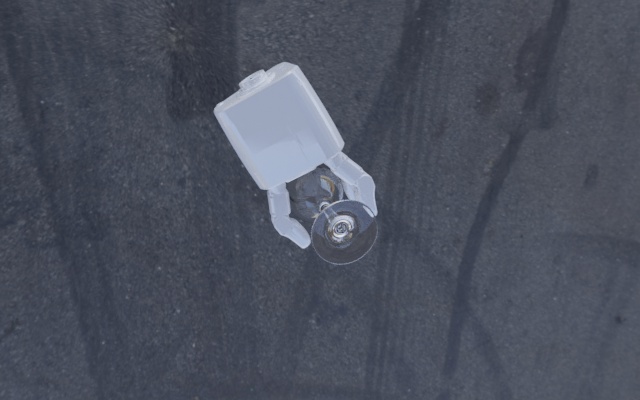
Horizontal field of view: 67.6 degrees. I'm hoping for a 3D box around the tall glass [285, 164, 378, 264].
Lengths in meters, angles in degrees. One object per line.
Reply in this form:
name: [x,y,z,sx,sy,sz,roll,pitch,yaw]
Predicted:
tall glass: [0.000,0.002,0.596,0.079,0.079,0.201,0,19,-16]
